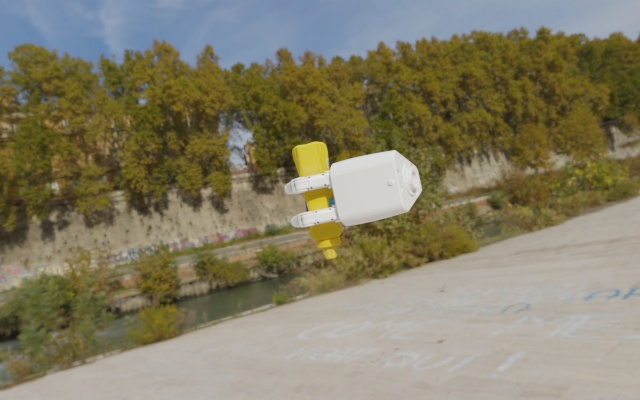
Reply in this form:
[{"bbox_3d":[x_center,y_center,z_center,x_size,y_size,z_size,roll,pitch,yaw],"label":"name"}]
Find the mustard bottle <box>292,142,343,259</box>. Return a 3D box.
[{"bbox_3d":[0.000,0.002,0.800,0.058,0.191,0.096,-12,-2,4],"label":"mustard bottle"}]
